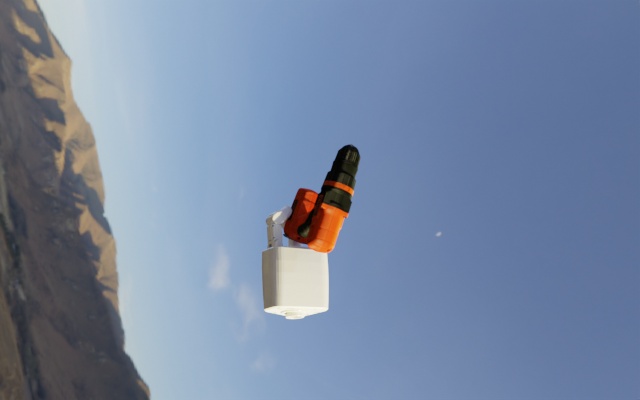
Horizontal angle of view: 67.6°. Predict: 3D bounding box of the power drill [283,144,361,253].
[{"bbox_3d":[0.000,0.003,0.833,0.057,0.184,0.188,24,-14,-14],"label":"power drill"}]
